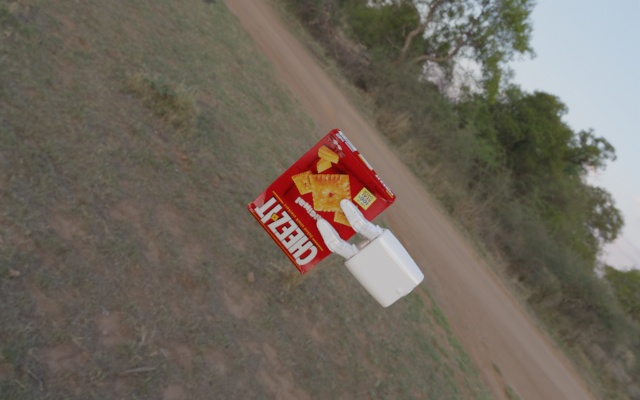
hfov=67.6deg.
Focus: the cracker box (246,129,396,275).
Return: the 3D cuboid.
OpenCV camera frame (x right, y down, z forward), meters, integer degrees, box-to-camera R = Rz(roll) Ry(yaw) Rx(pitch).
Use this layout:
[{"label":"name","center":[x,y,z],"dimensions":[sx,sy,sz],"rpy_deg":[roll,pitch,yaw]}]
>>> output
[{"label":"cracker box","center":[0.000,0.003,0.850],"dimensions":[0.214,0.164,0.072],"rpy_deg":[-40,-1,16]}]
